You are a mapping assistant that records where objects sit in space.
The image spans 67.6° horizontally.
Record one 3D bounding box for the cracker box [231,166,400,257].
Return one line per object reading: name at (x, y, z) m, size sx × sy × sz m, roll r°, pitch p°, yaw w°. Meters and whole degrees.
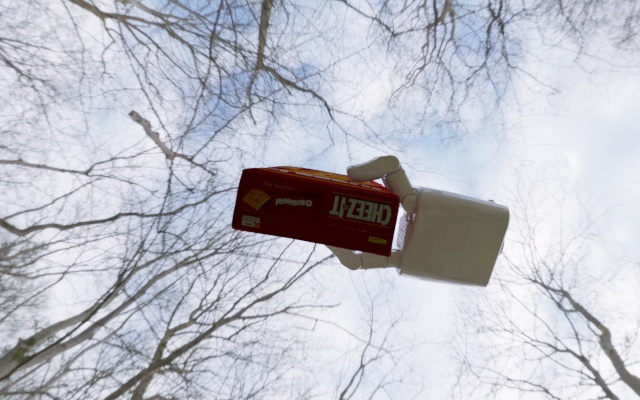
cracker box at (0.000, 0.002, 0.576) m, size 0.164 × 0.072 × 0.213 m, roll 10°, pitch 5°, yaw 1°
